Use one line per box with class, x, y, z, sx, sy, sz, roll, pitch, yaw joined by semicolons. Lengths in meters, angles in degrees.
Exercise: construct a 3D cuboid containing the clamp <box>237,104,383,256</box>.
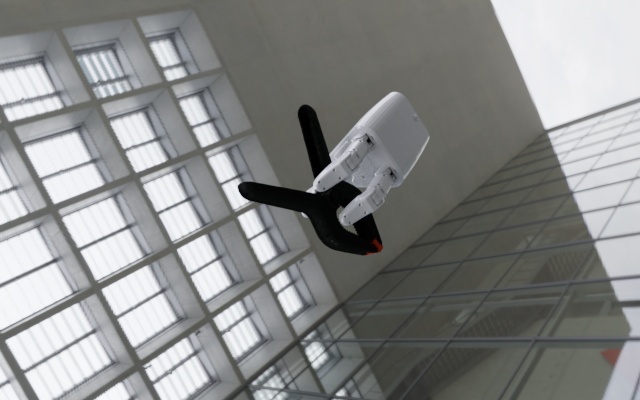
clamp;0.000;0.002;0.600;0.036;0.210;0.164;-20;23;49
